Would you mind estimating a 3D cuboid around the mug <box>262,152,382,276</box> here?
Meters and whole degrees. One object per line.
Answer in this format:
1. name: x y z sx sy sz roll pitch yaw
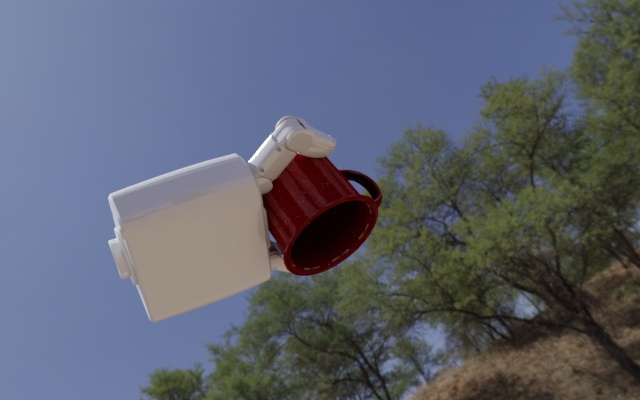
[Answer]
1. mug: 0.001 0.001 0.427 0.117 0.093 0.081 -21 53 -24
